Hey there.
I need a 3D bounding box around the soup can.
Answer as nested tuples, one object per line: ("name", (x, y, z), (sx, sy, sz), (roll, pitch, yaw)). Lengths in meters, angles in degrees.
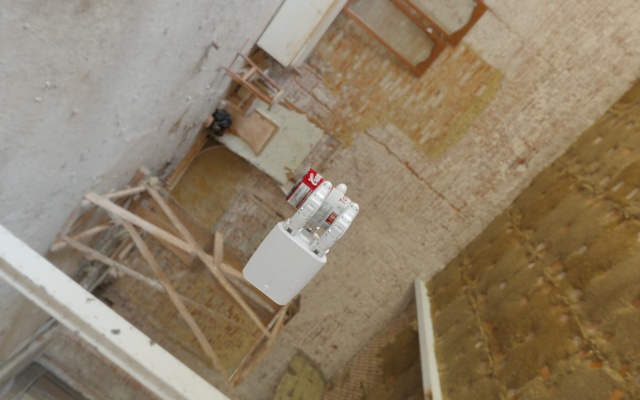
("soup can", (0.001, 0.002, 0.782), (0.102, 0.068, 0.068), (39, -3, -4))
